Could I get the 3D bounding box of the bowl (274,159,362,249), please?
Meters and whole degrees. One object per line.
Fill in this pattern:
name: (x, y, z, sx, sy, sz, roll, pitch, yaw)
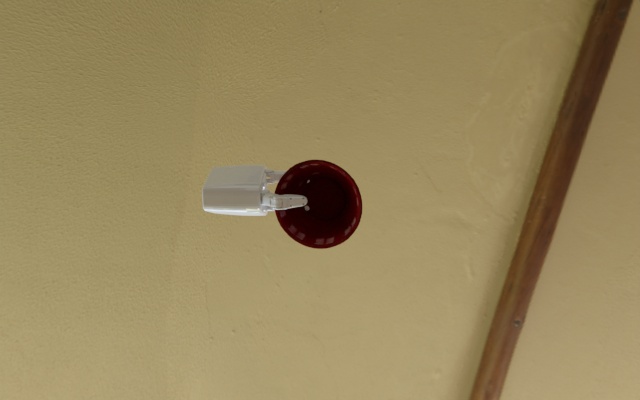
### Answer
bowl: (0.002, 0.003, 0.865, 0.162, 0.162, 0.055, 0, 12, 14)
